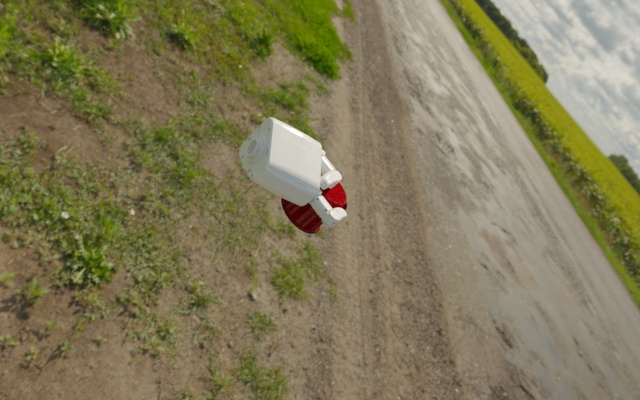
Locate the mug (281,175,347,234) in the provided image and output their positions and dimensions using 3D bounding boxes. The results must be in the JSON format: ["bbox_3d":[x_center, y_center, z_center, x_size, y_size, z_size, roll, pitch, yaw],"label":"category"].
[{"bbox_3d":[0.001,0.003,0.852,0.117,0.093,0.081,26,-54,-37],"label":"mug"}]
